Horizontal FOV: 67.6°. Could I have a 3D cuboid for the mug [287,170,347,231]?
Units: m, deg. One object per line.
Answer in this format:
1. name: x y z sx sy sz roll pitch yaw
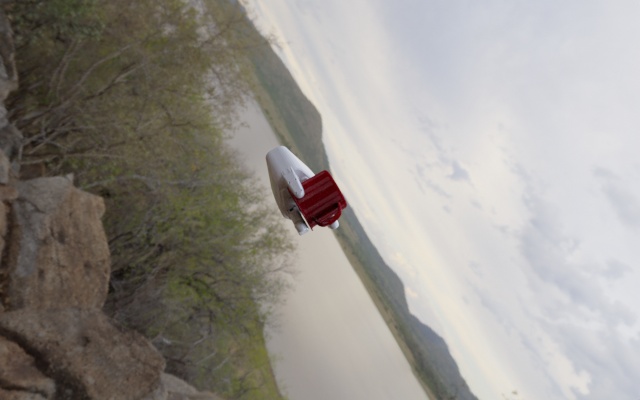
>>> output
1. mug: 0.001 0.003 0.875 0.081 0.093 0.117 -30 40 -3
